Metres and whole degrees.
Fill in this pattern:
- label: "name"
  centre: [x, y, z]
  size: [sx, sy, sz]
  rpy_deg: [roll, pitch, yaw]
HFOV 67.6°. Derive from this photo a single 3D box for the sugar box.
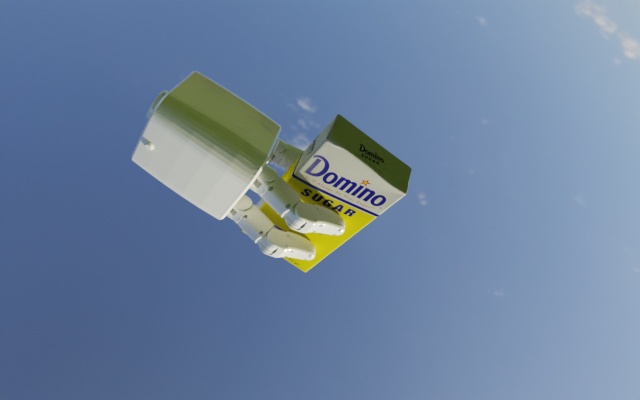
- label: "sugar box"
  centre: [0.000, 0.002, 0.492]
  size: [0.093, 0.048, 0.176]
  rpy_deg: [34, -44, -13]
